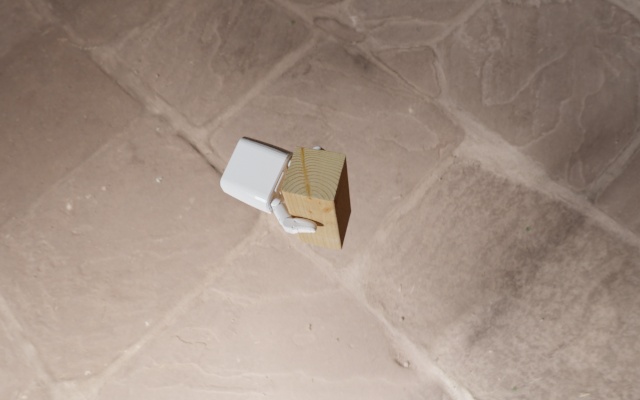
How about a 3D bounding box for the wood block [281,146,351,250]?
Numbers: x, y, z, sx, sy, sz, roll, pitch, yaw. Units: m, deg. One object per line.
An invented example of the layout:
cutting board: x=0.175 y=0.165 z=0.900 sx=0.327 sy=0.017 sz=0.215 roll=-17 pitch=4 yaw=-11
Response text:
wood block: x=0.000 y=0.003 z=0.861 sx=0.090 sy=0.090 sz=0.206 roll=11 pitch=-26 yaw=12
